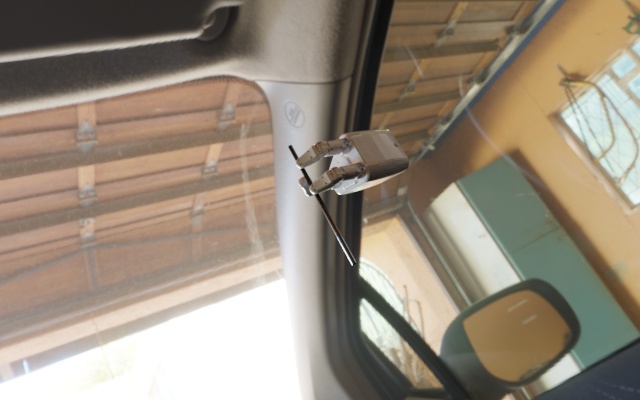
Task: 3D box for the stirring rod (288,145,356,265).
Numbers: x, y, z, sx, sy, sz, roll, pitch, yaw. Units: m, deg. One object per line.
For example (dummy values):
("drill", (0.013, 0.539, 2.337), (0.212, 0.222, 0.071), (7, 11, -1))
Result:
("stirring rod", (0.000, 0.003, 0.803), (0.011, 0.239, 0.011), (-25, -21, -10))
